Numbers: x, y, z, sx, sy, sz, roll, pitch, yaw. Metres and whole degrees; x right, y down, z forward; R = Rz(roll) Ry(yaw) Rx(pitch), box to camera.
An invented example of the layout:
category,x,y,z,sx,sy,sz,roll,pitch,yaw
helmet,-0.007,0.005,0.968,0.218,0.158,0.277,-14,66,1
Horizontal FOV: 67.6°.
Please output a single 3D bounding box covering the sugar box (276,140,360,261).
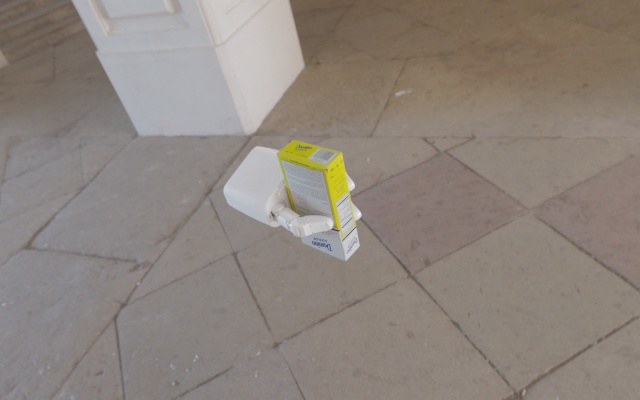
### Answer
category,x,y,z,sx,sy,sz,roll,pitch,yaw
sugar box,0.000,0.002,0.711,0.093,0.176,0.048,20,51,35
